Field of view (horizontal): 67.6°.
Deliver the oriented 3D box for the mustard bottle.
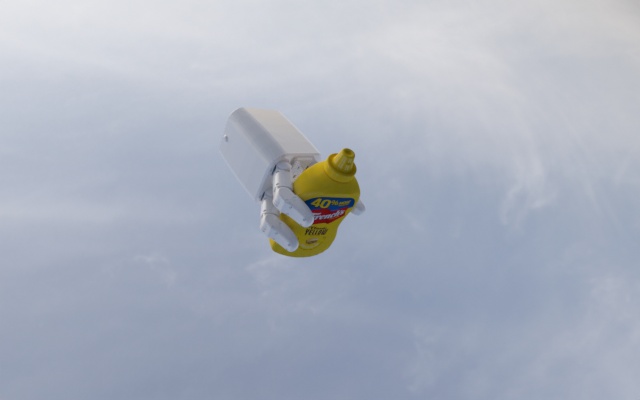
[{"bbox_3d":[0.000,0.003,0.646,0.096,0.058,0.192,2,-41,-26],"label":"mustard bottle"}]
